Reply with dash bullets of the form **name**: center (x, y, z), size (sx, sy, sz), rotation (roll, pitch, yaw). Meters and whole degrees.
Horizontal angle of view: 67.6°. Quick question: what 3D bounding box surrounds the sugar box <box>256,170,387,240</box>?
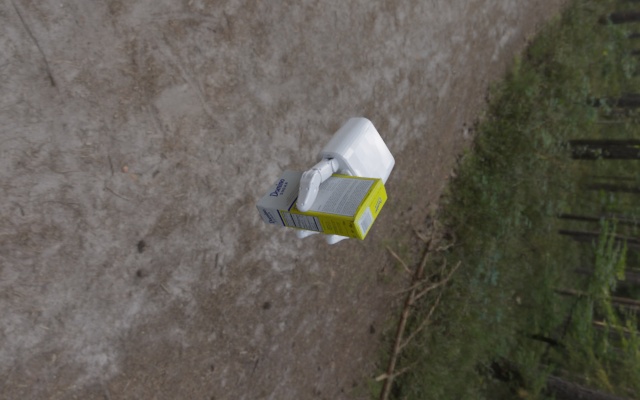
- **sugar box**: center (0.000, 0.003, 0.720), size (0.176, 0.048, 0.093), rotation (6, 44, 34)
